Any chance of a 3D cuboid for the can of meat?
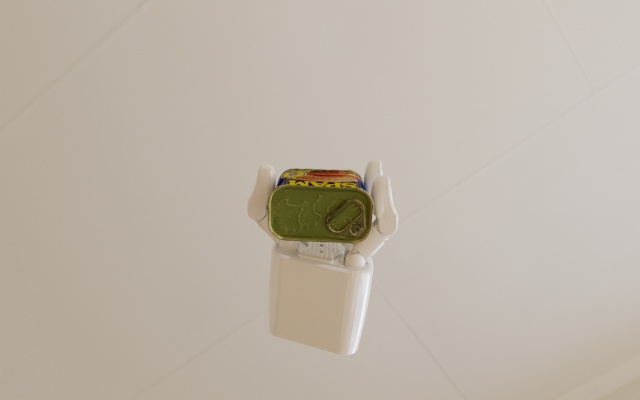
[{"bbox_3d":[0.000,0.001,0.500,0.102,0.057,0.084,2,18,0],"label":"can of meat"}]
